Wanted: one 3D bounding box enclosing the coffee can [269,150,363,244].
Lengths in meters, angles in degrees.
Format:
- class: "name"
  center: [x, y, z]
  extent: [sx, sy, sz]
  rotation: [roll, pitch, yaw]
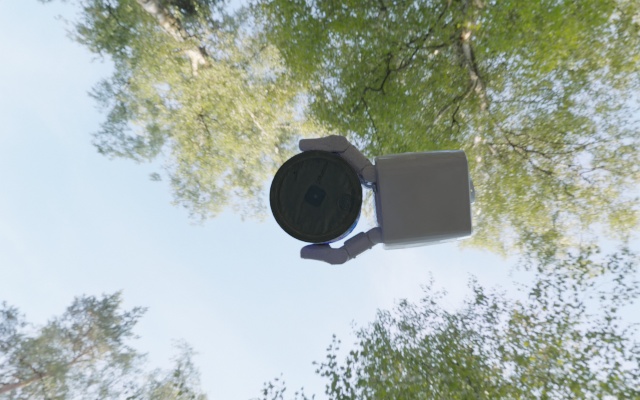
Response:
- class: "coffee can"
  center: [0.000, 0.002, 0.586]
  extent: [0.103, 0.103, 0.140]
  rotation: [0, -5, 5]
